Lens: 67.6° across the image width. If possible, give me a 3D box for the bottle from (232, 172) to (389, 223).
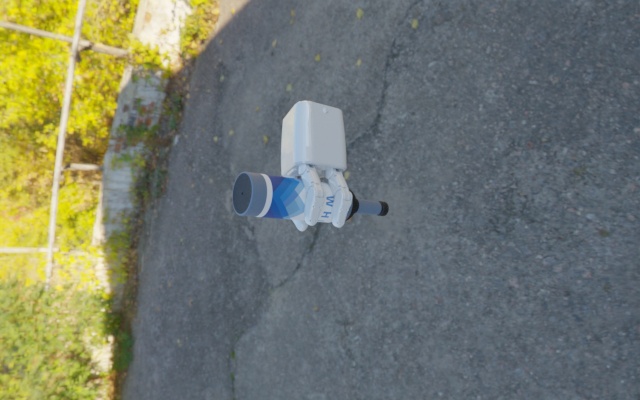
[{"bbox_3d":[0.000,0.003,0.803,0.296,0.069,0.069,6,-4,-36],"label":"bottle"}]
